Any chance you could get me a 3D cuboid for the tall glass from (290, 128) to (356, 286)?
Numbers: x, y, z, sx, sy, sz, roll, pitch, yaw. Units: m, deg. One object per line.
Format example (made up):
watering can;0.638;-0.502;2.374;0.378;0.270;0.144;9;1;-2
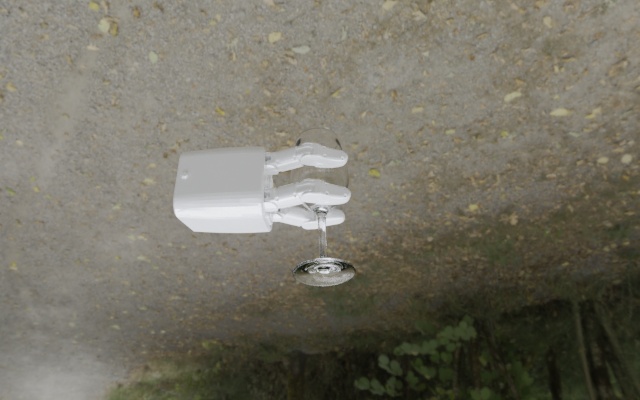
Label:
tall glass;0.000;0.003;0.612;0.079;0.201;0.079;-2;-33;-1
